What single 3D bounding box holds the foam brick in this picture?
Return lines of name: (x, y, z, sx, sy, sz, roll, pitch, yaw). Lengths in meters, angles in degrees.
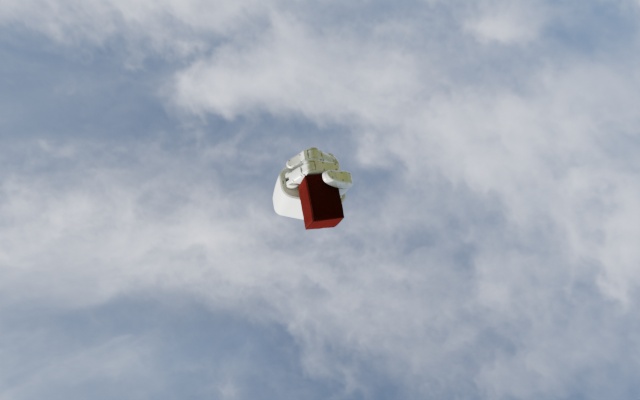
foam brick: (0.000, 0.003, 0.763, 0.053, 0.078, 0.051, -4, -20, -18)
